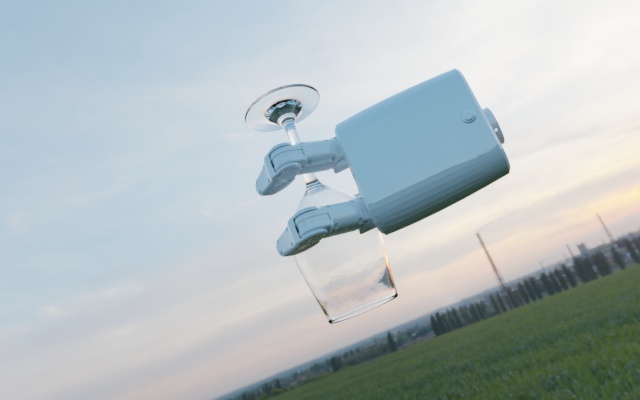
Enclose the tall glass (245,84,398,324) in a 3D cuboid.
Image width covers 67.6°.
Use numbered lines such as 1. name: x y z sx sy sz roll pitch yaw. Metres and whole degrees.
1. tall glass: 0.000 0.001 0.419 0.079 0.201 0.079 -20 -17 -6
